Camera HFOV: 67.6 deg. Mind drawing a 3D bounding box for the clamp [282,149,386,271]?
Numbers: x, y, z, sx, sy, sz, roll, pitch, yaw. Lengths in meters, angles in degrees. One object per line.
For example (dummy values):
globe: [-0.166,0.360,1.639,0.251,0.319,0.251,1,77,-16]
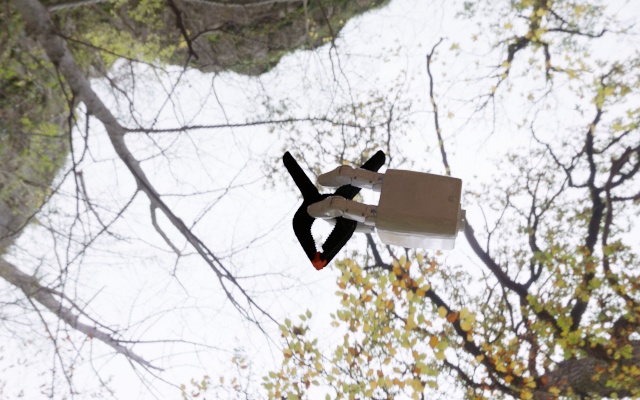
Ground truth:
clamp: [0.000,0.003,0.709,0.164,0.209,0.036,6,-33,16]
